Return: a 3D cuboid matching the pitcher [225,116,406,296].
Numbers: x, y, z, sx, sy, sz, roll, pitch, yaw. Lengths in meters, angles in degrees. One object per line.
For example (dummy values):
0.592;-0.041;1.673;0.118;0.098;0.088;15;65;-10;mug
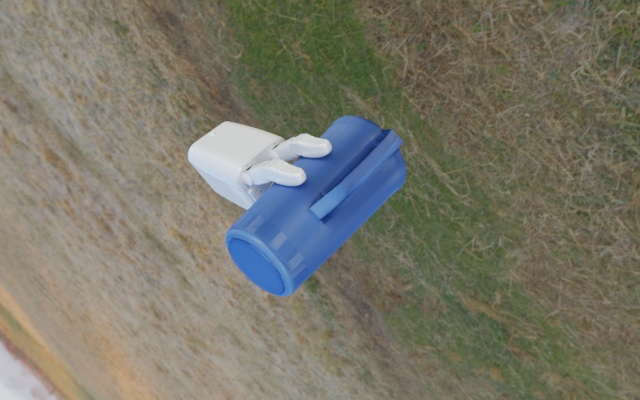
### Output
0.000;0.002;0.615;0.145;0.149;0.242;23;53;31;pitcher
